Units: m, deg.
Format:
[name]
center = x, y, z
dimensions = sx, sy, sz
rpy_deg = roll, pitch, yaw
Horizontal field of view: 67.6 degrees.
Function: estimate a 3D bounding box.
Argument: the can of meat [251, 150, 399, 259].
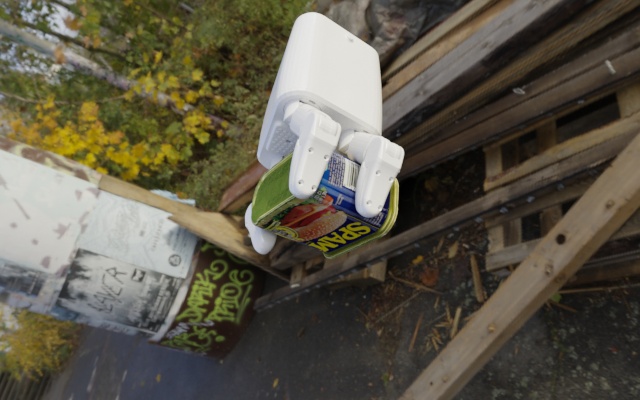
[can of meat]
center = 0.000, 0.001, 0.401
dimensions = 0.084, 0.057, 0.102
rpy_deg = 24, -33, -26
